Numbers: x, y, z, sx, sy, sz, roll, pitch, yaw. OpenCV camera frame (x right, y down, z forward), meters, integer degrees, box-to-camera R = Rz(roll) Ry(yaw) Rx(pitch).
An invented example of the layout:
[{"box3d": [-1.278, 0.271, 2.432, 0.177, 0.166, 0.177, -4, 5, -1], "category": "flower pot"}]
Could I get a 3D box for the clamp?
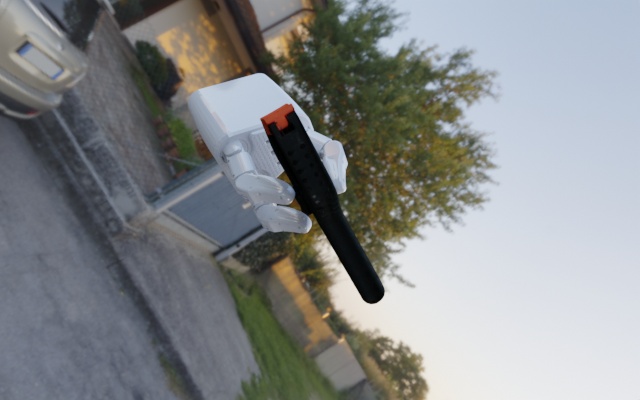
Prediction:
[{"box3d": [0.001, 0.001, 0.456, 0.036, 0.164, 0.210, -32, -38, -7], "category": "clamp"}]
